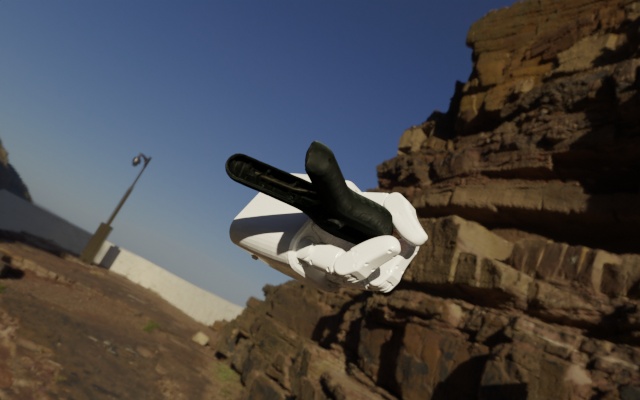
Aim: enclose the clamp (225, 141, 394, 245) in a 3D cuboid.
[{"bbox_3d":[0.000,0.001,0.422,0.120,0.039,0.171,11,-22,42],"label":"clamp"}]
